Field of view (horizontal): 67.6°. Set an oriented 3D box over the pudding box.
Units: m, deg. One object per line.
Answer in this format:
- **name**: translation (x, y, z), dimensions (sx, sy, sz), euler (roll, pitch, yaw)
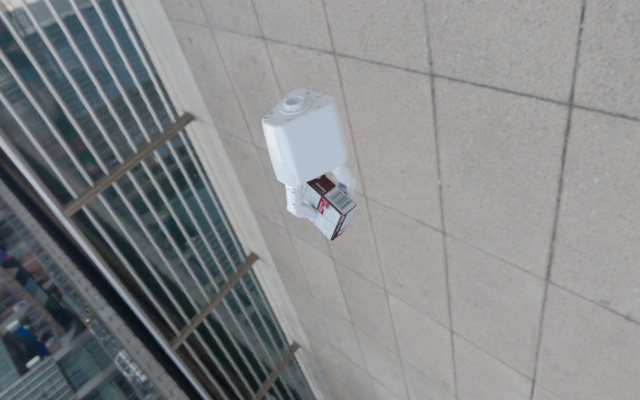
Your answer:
- **pudding box**: translation (0.000, 0.003, 0.810), dimensions (0.039, 0.113, 0.090), euler (-36, -19, -29)
